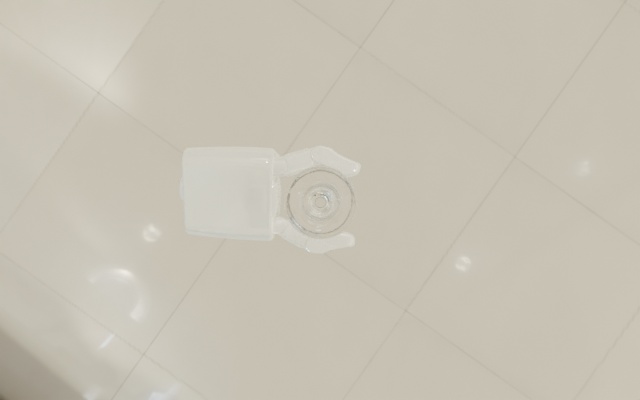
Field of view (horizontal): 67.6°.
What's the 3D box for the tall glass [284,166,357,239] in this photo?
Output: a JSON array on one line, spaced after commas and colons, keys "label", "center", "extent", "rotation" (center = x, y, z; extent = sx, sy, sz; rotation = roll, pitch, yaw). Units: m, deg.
[{"label": "tall glass", "center": [0.000, 0.002, 0.580], "extent": [0.079, 0.079, 0.201], "rotation": [0, 0, 1]}]
